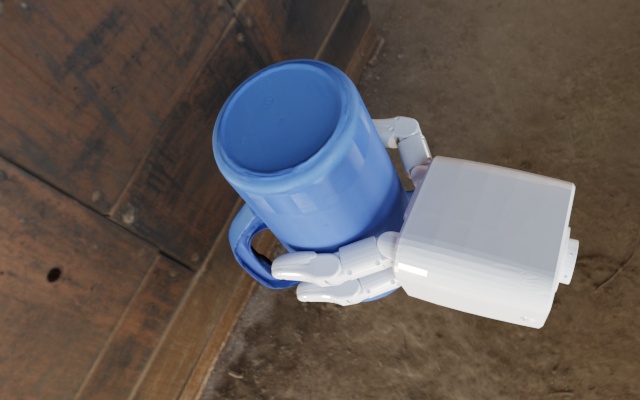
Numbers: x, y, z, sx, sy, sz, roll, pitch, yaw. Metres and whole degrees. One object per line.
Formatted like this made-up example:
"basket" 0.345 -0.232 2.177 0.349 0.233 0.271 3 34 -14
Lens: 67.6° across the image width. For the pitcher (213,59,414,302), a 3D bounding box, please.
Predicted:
"pitcher" 0.000 0.001 0.417 0.145 0.149 0.243 13 -20 25
